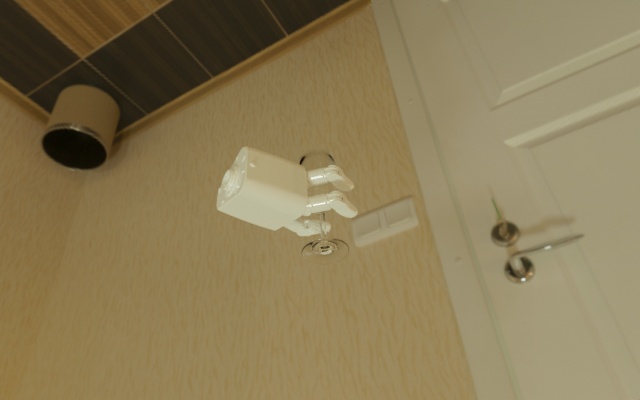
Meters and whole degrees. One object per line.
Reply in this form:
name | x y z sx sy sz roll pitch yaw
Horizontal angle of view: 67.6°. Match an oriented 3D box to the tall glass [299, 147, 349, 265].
tall glass | 0.000 0.003 0.801 0.079 0.200 0.079 -3 -39 -3
